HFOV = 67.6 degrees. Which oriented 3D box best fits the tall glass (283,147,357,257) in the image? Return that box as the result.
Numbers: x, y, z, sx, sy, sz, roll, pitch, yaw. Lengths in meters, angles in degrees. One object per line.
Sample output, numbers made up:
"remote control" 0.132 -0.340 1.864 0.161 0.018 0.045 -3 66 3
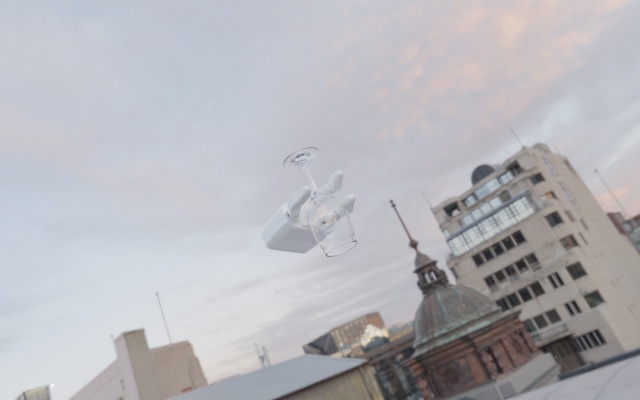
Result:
"tall glass" 0.000 0.002 0.891 0.079 0.201 0.079 -21 -21 -9
